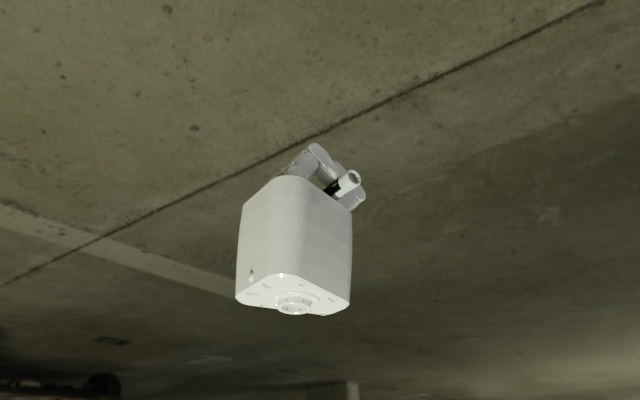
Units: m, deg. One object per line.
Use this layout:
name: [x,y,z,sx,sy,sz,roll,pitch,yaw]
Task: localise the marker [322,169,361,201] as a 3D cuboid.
marker: [0.000,0.002,0.528,0.020,0.020,0.121,0,-25,-39]
